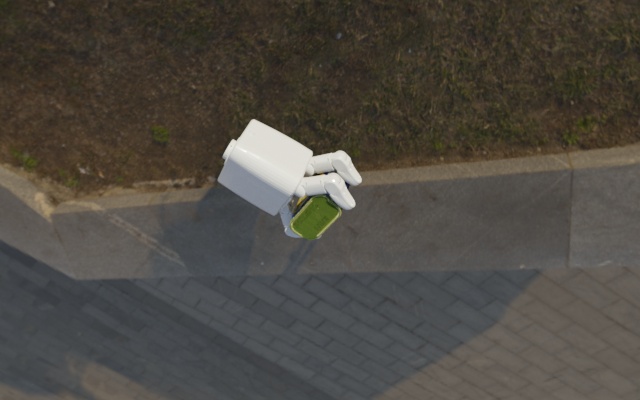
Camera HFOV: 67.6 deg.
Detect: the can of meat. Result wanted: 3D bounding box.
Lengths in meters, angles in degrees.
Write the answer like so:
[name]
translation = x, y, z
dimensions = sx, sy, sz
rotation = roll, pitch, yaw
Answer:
[can of meat]
translation = 0.000, 0.003, 0.747
dimensions = 0.057, 0.084, 0.102
rotation = 33, -50, -11
